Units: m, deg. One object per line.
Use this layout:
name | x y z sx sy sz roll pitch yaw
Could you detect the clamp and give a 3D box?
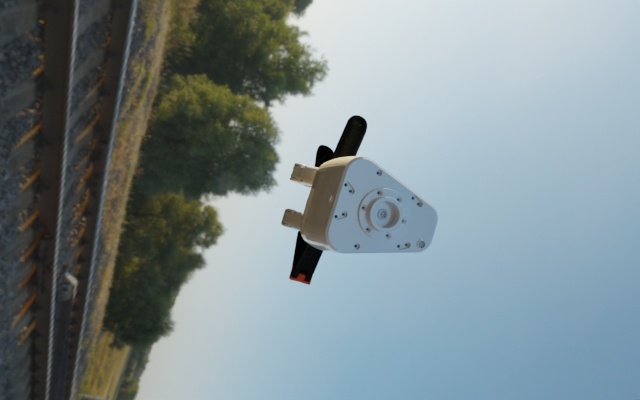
clamp | 0.001 0.003 0.622 0.036 0.210 0.164 18 -4 -11
